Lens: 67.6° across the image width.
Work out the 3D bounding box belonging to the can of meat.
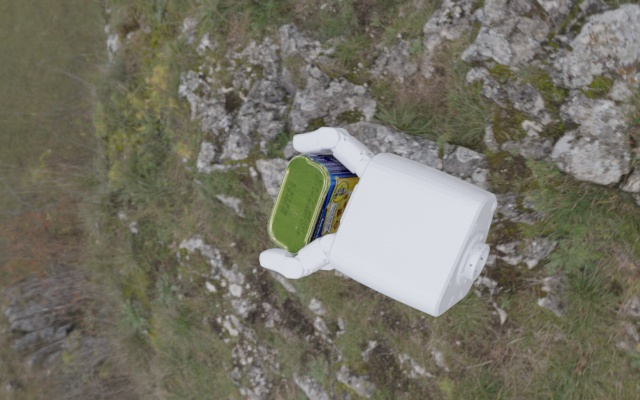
[{"bbox_3d":[0.000,0.002,0.490,0.057,0.102,0.084,29,21,29],"label":"can of meat"}]
